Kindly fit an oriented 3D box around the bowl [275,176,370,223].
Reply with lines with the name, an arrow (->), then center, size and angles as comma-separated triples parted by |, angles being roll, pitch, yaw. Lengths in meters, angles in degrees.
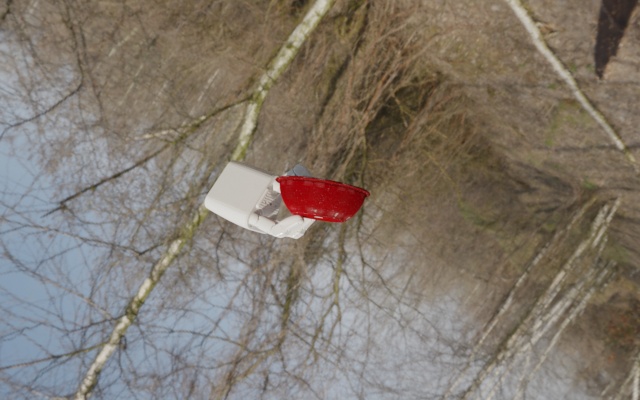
bowl -> 0.001, 0.003, 0.800 | 0.162, 0.055, 0.162 | 9, -7, 1
